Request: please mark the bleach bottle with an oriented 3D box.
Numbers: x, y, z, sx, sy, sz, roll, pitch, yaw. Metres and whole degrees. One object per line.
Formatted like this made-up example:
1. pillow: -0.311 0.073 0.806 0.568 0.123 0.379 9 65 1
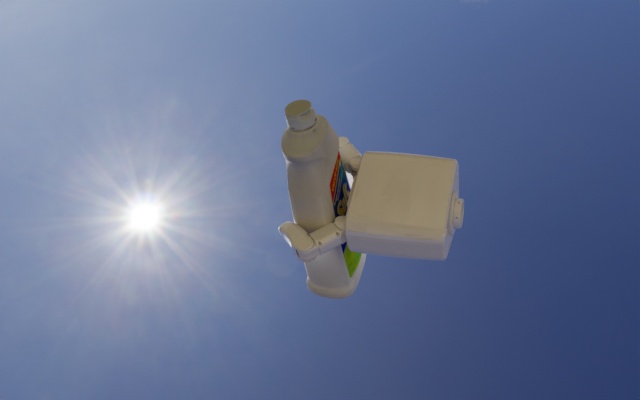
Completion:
1. bleach bottle: 0.000 0.002 0.558 0.068 0.251 0.102 5 46 22
